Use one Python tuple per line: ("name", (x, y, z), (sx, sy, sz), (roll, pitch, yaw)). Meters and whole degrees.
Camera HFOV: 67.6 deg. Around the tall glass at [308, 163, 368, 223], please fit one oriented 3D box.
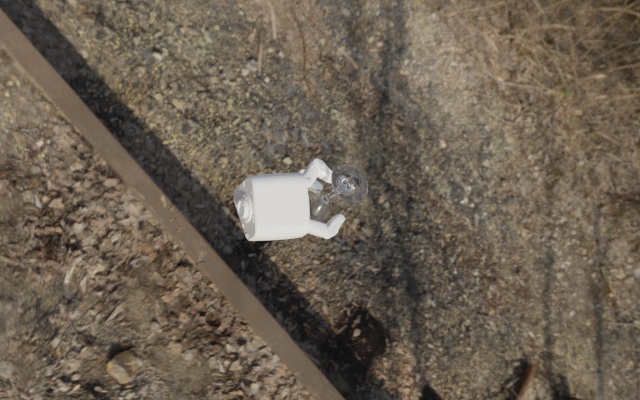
("tall glass", (0.001, 0.003, 0.893), (0.079, 0.079, 0.201), (0, -19, -32))
